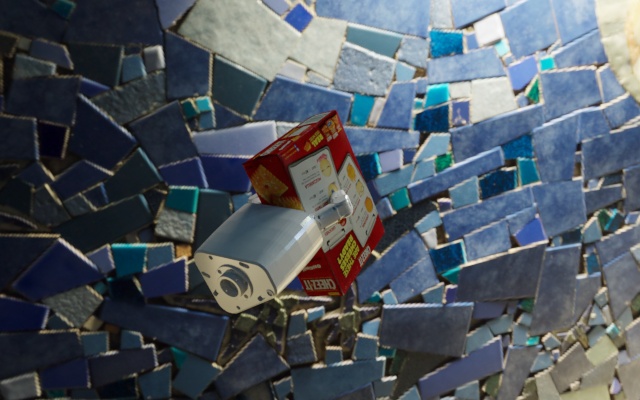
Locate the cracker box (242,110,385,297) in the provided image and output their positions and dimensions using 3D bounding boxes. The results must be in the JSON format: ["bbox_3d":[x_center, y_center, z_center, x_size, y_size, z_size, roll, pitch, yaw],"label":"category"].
[{"bbox_3d":[0.000,0.002,0.679,0.072,0.214,0.164,-9,24,35],"label":"cracker box"}]
